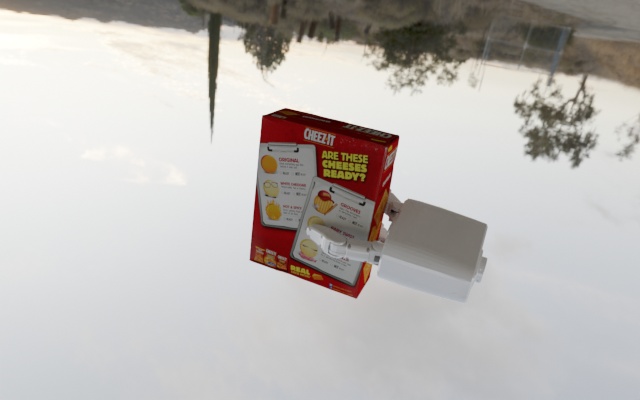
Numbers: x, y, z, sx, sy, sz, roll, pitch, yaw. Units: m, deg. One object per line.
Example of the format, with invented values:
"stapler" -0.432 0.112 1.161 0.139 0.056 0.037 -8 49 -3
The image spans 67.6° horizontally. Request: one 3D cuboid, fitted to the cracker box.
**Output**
"cracker box" 0.000 0.002 0.628 0.164 0.214 0.072 17 26 17
